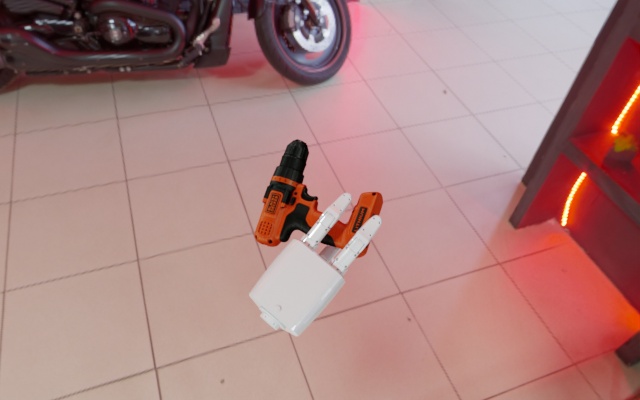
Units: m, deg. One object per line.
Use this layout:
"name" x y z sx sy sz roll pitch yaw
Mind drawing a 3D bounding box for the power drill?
"power drill" 0.000 0.003 0.763 0.187 0.184 0.057 15 -8 22
